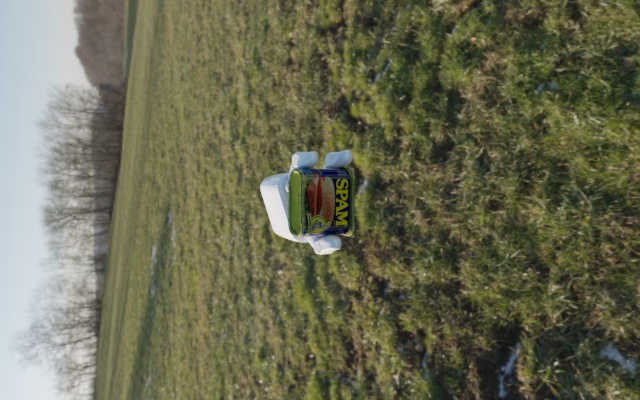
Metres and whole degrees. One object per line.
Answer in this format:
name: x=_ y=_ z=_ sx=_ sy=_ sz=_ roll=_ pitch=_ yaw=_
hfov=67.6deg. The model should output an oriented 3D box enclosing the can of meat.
can of meat: x=0.000 y=0.002 z=0.695 sx=0.084 sy=0.102 sz=0.057 roll=-2 pitch=5 yaw=-24
